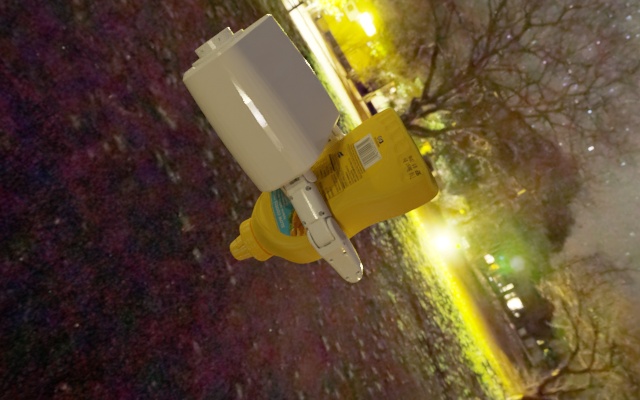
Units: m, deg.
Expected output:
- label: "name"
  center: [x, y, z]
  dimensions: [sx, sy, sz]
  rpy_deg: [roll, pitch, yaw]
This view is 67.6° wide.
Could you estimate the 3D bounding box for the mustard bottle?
- label: "mustard bottle"
  center: [0.000, 0.001, 0.423]
  dimensions: [0.191, 0.096, 0.058]
  rpy_deg: [-30, -42, 14]
